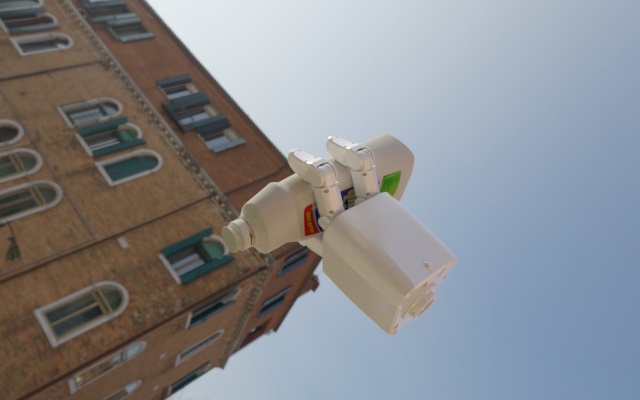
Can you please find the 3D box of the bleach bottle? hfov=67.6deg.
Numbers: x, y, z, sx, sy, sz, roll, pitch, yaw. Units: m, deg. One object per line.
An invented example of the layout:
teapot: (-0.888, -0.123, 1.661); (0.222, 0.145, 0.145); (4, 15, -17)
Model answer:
bleach bottle: (0.000, 0.002, 0.549); (0.250, 0.103, 0.068); (-25, 56, -36)
